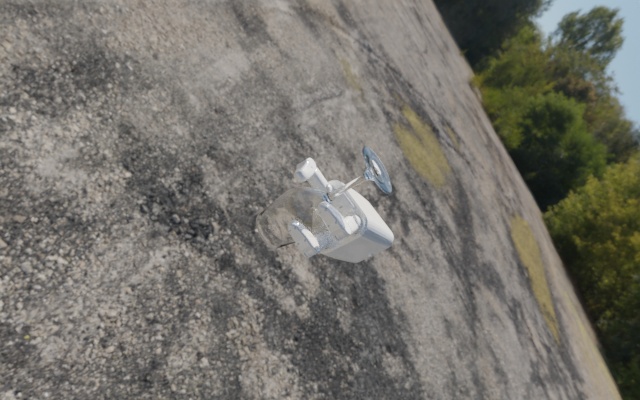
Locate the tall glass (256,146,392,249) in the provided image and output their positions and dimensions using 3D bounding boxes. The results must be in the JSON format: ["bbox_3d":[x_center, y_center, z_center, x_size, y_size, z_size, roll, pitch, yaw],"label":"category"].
[{"bbox_3d":[0.001,0.002,0.701,0.201,0.079,0.079,-29,-12,23],"label":"tall glass"}]
